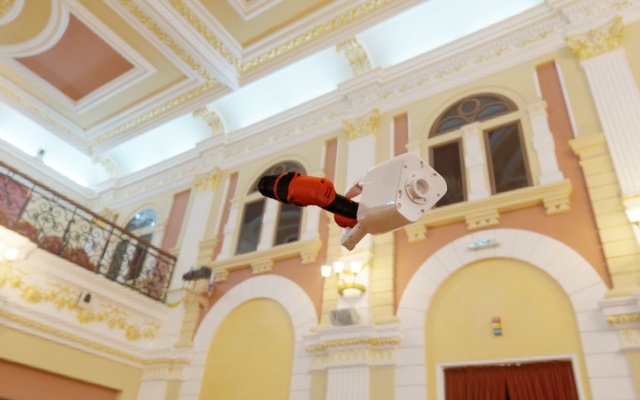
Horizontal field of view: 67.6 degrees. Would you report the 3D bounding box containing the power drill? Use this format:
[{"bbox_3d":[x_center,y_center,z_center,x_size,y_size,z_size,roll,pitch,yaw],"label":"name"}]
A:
[{"bbox_3d":[0.001,0.003,0.847,0.188,0.057,0.184,22,-8,-39],"label":"power drill"}]
